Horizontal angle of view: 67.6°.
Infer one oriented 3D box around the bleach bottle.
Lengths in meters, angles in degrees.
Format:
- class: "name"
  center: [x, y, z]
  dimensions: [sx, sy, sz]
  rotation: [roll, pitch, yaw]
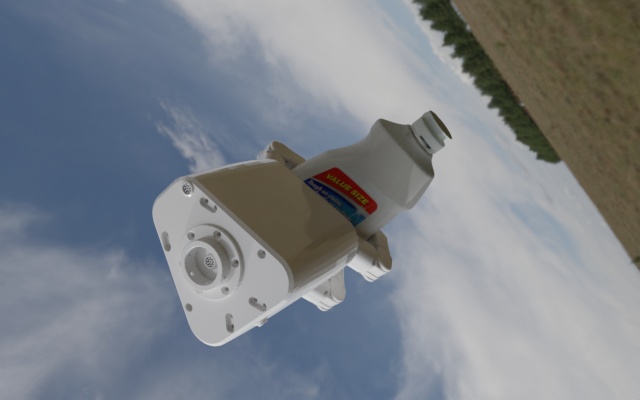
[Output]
- class: "bleach bottle"
  center: [0.000, 0.002, 0.431]
  dimensions: [0.251, 0.102, 0.068]
  rotation: [-37, -8, 25]
